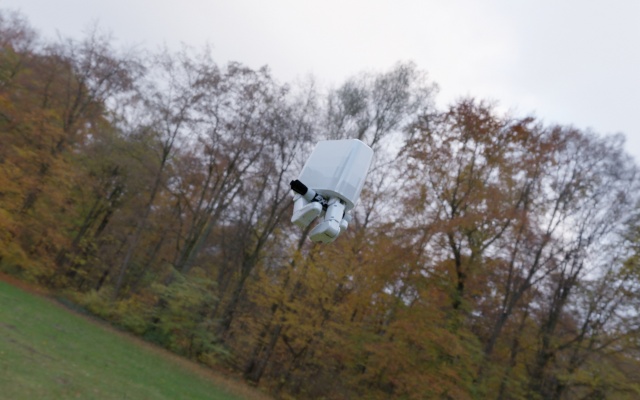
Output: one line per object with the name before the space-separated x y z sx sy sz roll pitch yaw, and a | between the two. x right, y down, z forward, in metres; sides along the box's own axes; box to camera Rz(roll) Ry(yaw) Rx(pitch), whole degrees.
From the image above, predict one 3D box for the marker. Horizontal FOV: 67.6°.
marker | 0.000 0.003 0.761 0.121 0.020 0.020 34 -16 -25
